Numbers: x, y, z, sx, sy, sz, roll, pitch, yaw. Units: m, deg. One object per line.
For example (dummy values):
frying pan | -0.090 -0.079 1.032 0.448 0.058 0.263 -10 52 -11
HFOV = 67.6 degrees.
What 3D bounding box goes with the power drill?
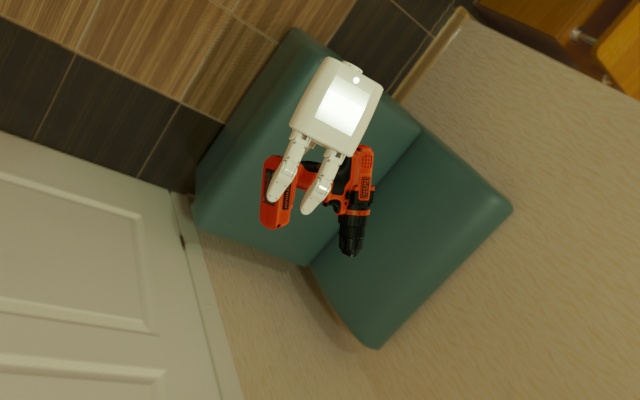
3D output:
power drill | 0.000 0.002 0.737 0.187 0.184 0.057 -1 9 -37
